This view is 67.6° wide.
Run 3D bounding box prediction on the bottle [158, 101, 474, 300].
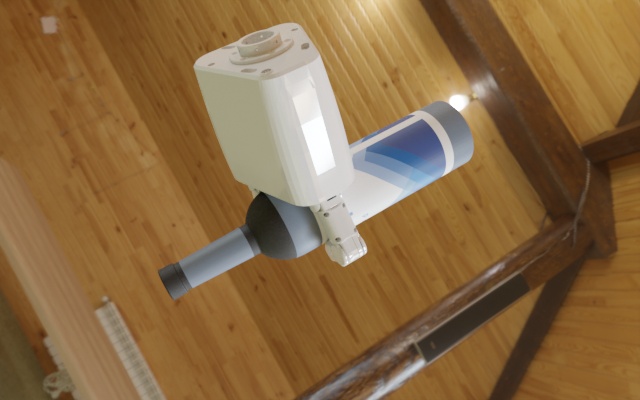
[{"bbox_3d":[0.000,0.001,0.424,0.295,0.069,0.069,-28,8,-15],"label":"bottle"}]
